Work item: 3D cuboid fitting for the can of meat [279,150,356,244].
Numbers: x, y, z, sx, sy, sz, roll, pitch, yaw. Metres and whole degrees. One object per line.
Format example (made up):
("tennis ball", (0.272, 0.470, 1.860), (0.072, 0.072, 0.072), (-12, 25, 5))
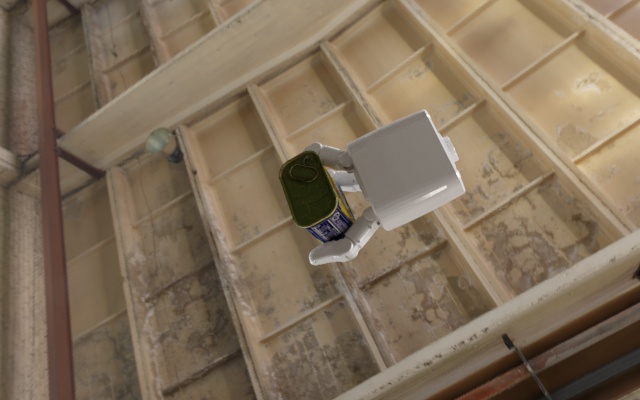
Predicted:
("can of meat", (0.000, 0.002, 0.596), (0.057, 0.102, 0.084), (-29, -35, 10))
